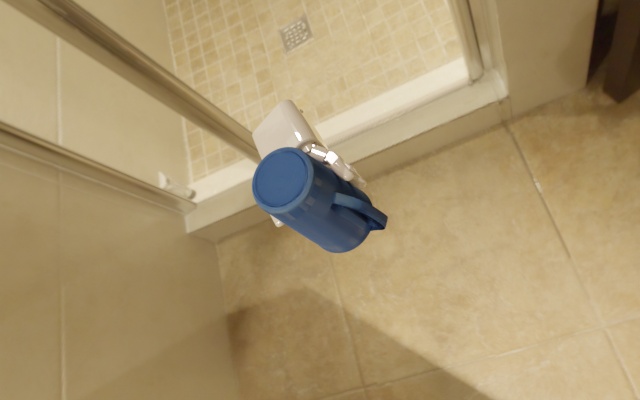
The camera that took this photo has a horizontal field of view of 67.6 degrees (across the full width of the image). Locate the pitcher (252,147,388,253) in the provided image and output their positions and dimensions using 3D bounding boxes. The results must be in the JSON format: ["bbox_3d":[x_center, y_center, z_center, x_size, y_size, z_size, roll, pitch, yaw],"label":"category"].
[{"bbox_3d":[0.000,0.003,0.808,0.149,0.145,0.243,-35,-29,12],"label":"pitcher"}]
